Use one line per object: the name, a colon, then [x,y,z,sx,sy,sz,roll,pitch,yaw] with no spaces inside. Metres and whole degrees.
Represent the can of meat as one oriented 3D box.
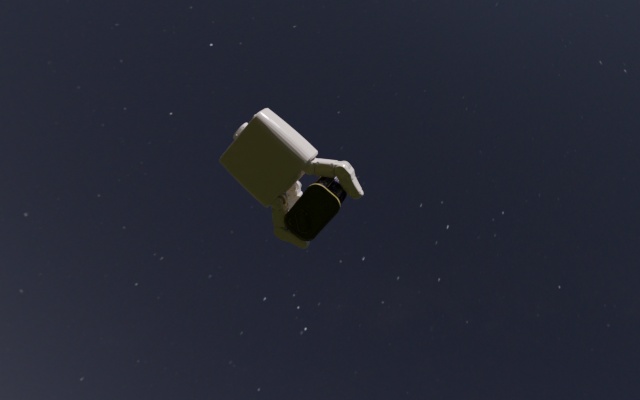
can of meat: [0.000,0.002,0.746,0.102,0.057,0.084,-49,1,33]
